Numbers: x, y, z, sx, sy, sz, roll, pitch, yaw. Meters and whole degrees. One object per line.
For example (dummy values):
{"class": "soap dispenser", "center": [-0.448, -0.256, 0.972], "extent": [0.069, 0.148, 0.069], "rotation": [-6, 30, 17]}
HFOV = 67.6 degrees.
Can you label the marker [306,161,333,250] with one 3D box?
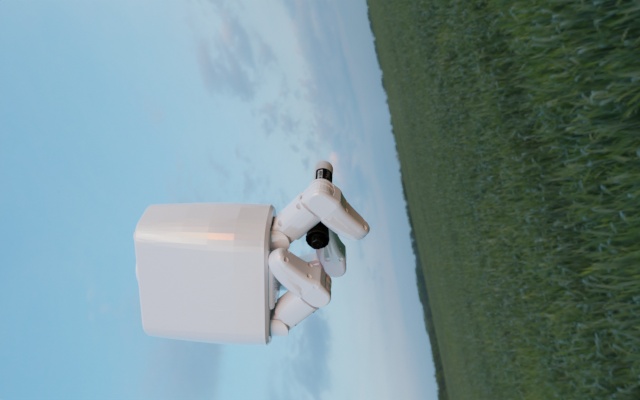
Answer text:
{"class": "marker", "center": [0.000, 0.001, 0.416], "extent": [0.020, 0.020, 0.121], "rotation": [0, 33, 3]}
